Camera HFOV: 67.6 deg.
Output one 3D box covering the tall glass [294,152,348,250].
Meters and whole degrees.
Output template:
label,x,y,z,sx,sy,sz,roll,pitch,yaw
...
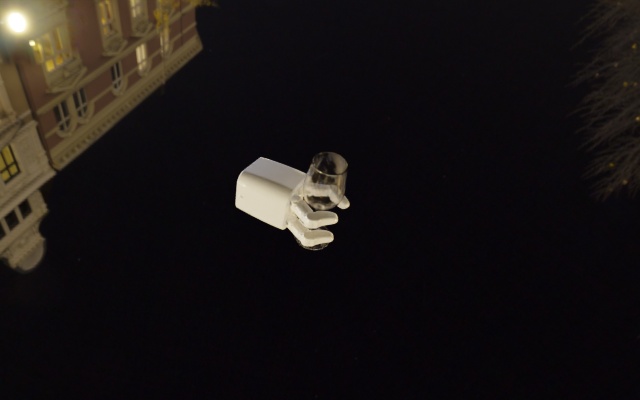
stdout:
label,x,y,z,sx,sy,sz,roll,pitch,yaw
tall glass,0.000,0.003,0.894,0.079,0.079,0.201,0,-42,-14
